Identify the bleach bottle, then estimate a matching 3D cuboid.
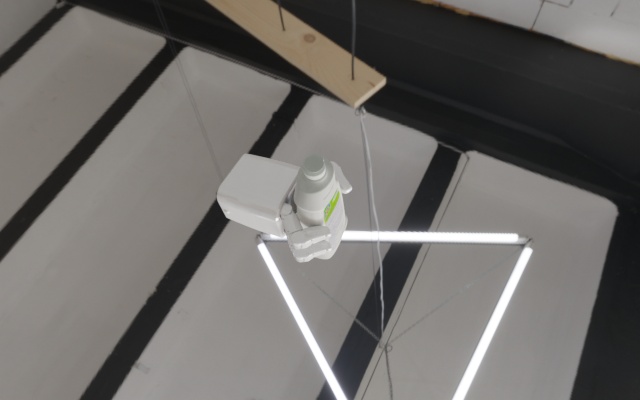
[{"bbox_3d":[0.000,0.003,0.745,0.068,0.102,0.251,17,-26,12],"label":"bleach bottle"}]
